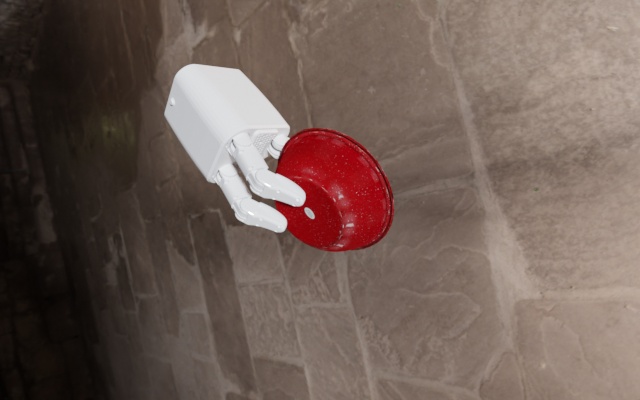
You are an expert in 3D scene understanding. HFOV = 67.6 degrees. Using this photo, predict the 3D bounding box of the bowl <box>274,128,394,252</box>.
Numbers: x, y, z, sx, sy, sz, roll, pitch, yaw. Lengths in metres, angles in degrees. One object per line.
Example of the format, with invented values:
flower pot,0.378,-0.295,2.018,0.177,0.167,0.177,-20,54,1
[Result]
bowl,0.001,0.003,0.546,0.162,0.162,0.055,0,28,38
